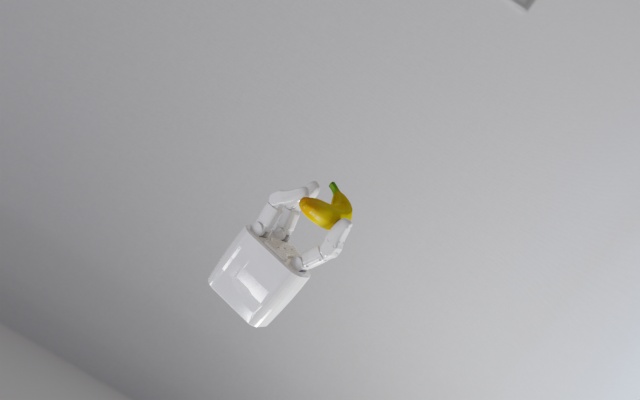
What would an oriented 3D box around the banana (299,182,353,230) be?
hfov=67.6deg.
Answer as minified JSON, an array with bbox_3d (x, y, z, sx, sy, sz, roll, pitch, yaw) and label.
[{"bbox_3d":[0.014,0.015,0.703,0.069,0.037,0.198,44,13,3],"label":"banana"}]
